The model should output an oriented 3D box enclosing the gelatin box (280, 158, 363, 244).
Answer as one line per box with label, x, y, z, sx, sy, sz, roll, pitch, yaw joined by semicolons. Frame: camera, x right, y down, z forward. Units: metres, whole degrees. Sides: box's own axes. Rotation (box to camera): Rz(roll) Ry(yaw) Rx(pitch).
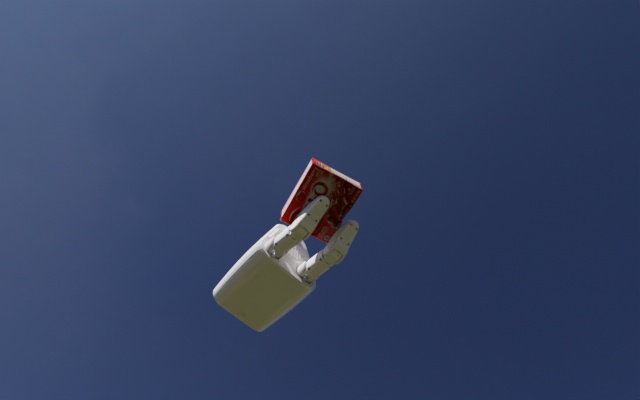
gelatin box;0.000;0.002;0.611;0.073;0.089;0.030;28;17;-11
